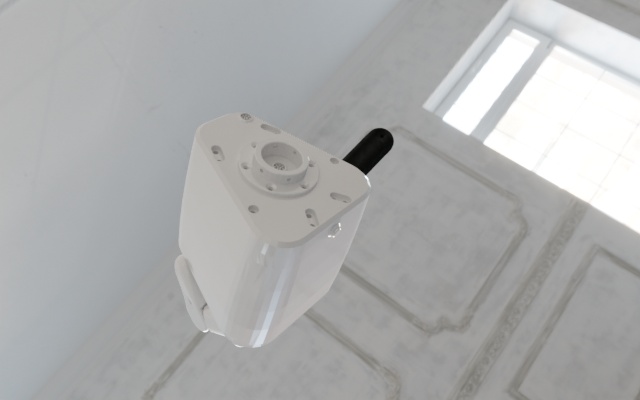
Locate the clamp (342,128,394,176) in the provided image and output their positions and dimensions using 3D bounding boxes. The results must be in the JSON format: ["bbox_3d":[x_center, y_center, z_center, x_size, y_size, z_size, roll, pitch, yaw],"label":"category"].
[{"bbox_3d":[-0.001,0.001,0.424,0.039,0.120,0.171,38,46,13],"label":"clamp"}]
